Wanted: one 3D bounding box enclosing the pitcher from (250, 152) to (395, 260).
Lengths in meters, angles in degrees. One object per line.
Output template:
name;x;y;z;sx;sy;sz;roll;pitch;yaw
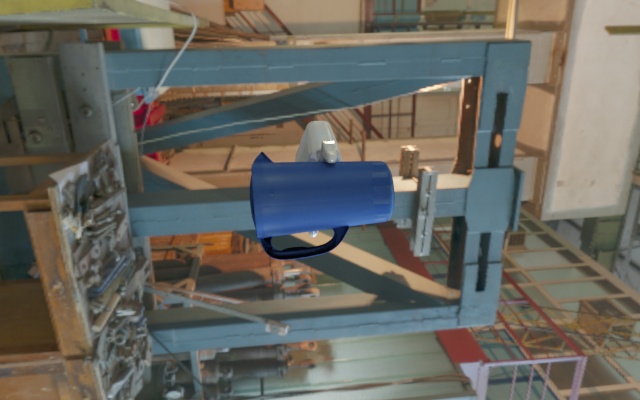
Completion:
pitcher;0.000;0.003;0.832;0.243;0.149;0.145;-4;41;-6
